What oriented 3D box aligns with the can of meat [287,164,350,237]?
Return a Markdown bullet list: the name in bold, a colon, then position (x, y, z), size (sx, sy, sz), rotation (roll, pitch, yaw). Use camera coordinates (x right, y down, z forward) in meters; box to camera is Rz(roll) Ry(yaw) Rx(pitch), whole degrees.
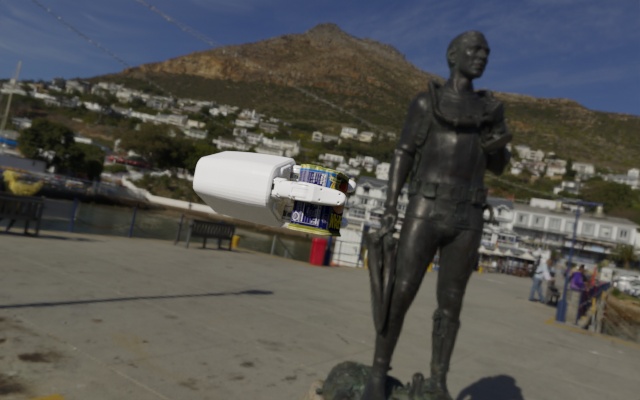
- **can of meat**: position (0.000, 0.002, 0.635), size (0.057, 0.084, 0.102), rotation (10, -3, 15)
